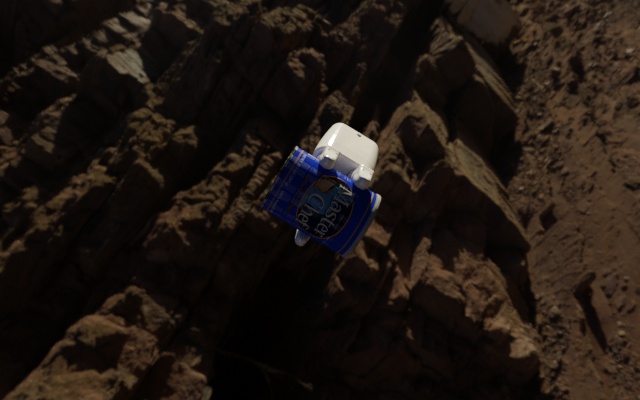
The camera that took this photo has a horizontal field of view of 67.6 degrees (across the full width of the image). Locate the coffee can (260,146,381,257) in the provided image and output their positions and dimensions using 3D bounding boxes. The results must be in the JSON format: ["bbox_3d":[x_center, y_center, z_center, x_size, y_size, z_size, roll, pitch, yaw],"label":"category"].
[{"bbox_3d":[0.000,0.002,0.679,0.140,0.103,0.103,31,-2,-4],"label":"coffee can"}]
